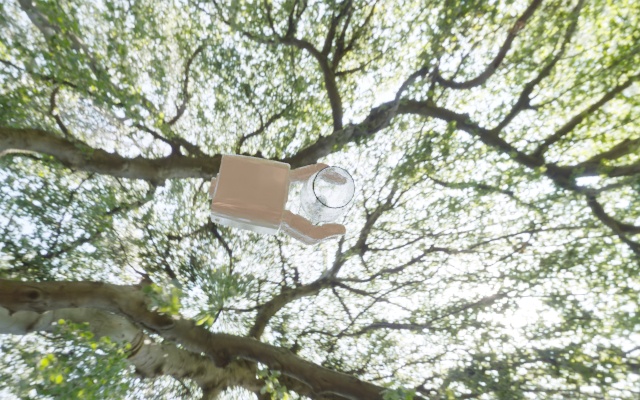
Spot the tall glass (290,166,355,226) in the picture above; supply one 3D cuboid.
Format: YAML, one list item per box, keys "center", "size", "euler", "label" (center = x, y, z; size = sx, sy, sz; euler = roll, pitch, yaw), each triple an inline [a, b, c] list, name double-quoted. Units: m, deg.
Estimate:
- center: [0.000, 0.003, 0.762]
  size: [0.079, 0.079, 0.201]
  euler: [0, -13, -12]
  label: "tall glass"
